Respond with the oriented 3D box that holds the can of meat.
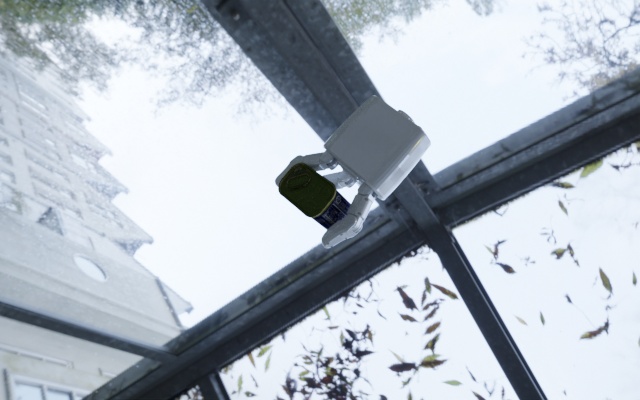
[{"bbox_3d":[0.000,0.003,0.689,0.102,0.057,0.084,37,-3,43],"label":"can of meat"}]
